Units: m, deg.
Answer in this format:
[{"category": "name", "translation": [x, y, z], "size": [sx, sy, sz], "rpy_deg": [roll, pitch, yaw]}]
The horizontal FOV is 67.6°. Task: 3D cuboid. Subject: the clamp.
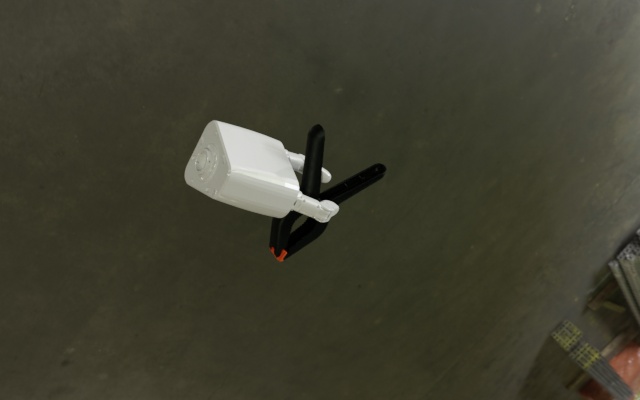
[{"category": "clamp", "translation": [0.000, 0.003, 0.703], "size": [0.164, 0.210, 0.036], "rpy_deg": [16, 23, -42]}]
